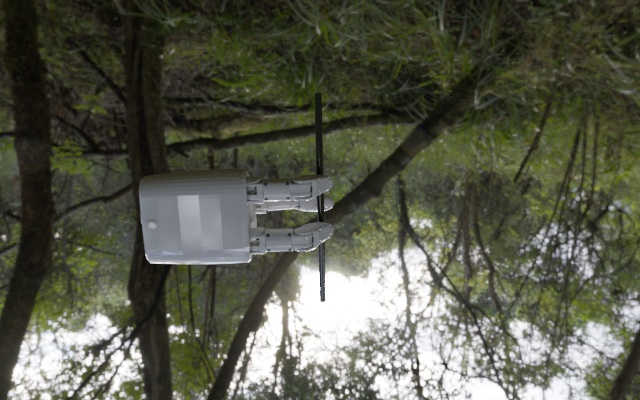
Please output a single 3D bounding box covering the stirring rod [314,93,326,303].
[{"bbox_3d":[0.000,0.002,0.540,0.011,0.239,0.011,-1,12,0],"label":"stirring rod"}]
